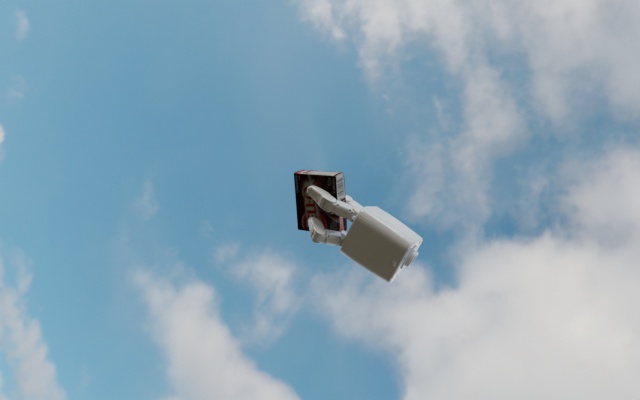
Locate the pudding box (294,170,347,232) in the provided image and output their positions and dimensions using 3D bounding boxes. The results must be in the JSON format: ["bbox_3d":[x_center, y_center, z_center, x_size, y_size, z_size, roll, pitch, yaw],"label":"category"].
[{"bbox_3d":[0.000,0.003,0.871,0.090,0.113,0.039,5,16,30],"label":"pudding box"}]
